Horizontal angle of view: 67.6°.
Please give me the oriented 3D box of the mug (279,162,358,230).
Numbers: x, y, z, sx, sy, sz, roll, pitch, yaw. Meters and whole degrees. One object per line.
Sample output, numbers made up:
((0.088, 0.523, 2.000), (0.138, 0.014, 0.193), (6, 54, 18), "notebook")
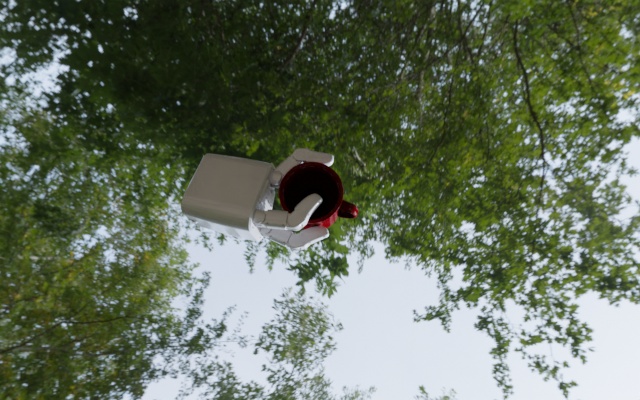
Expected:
((0.002, 0.003, 0.718), (0.117, 0.093, 0.081), (15, -15, 8), "mug")
